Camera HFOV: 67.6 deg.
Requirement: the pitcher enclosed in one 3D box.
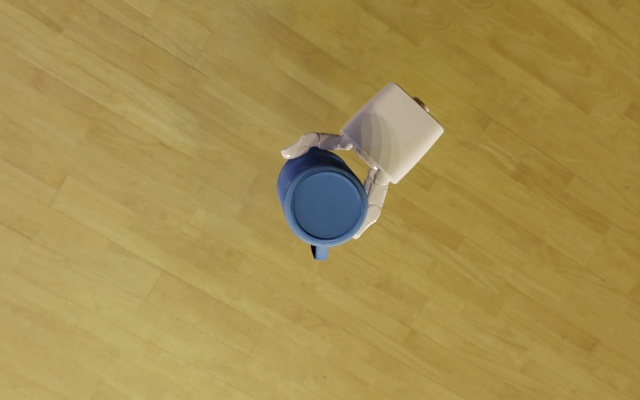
[{"bbox_3d":[0.000,0.002,0.715,0.145,0.149,0.243,-44,8,3],"label":"pitcher"}]
